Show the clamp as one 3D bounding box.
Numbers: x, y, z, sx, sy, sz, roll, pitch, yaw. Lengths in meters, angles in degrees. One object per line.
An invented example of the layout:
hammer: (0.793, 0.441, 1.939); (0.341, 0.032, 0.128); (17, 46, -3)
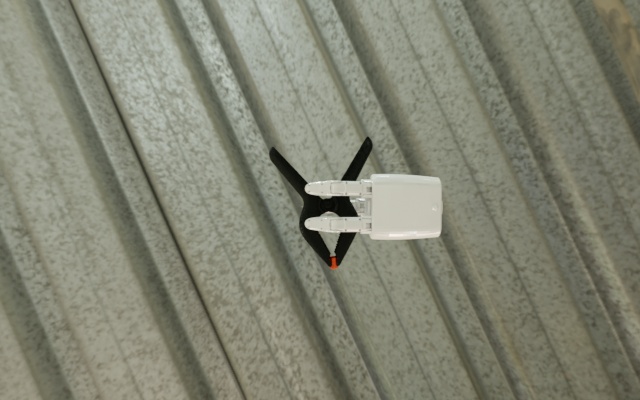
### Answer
clamp: (0.000, 0.003, 0.759); (0.164, 0.210, 0.036); (0, -1, 0)
